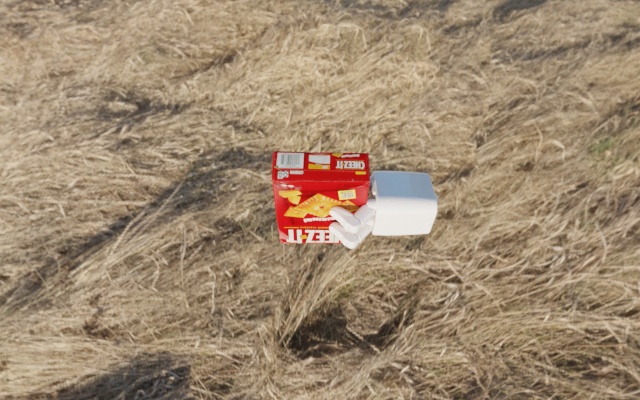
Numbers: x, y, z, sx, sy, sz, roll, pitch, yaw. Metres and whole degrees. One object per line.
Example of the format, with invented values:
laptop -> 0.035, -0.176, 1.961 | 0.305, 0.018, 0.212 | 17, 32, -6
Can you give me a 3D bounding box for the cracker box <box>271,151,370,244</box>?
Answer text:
cracker box -> 0.000, 0.003, 0.873 | 0.164, 0.072, 0.214 | 1, -34, 0
